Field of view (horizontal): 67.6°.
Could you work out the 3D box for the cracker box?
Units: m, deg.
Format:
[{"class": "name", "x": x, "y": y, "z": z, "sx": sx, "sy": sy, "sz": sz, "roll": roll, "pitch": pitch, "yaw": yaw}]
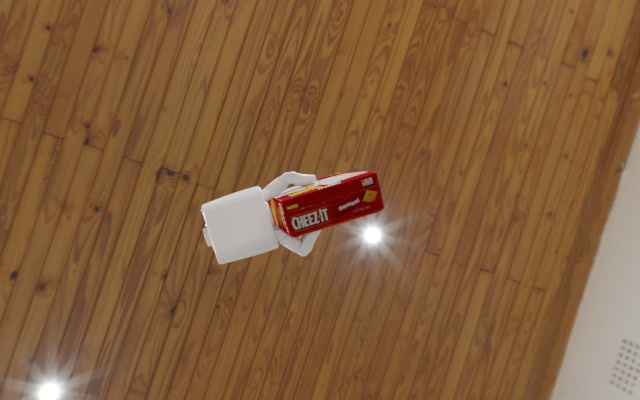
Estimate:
[{"class": "cracker box", "x": 0.000, "y": 0.003, "z": 0.858, "sx": 0.164, "sy": 0.072, "sz": 0.213, "roll": -17, "pitch": 7, "yaw": -11}]
